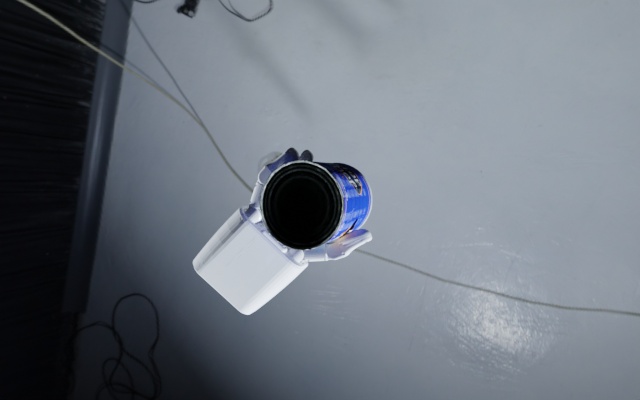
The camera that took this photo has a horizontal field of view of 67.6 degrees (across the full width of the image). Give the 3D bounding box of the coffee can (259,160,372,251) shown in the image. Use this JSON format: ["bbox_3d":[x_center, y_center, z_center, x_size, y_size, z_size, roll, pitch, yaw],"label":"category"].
[{"bbox_3d":[0.000,0.002,0.601,0.103,0.103,0.140,0,3,19],"label":"coffee can"}]
